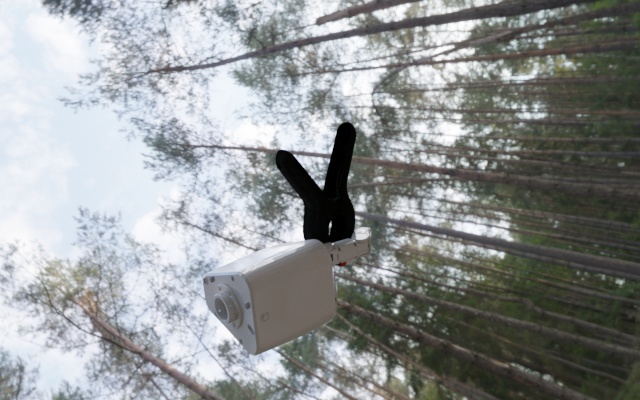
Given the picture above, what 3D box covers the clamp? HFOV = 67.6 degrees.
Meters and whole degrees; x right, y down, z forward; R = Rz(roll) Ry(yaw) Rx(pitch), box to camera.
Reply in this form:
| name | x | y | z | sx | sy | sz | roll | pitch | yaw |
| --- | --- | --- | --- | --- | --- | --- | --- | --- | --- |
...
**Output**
| name | x | y | z | sx | sy | sz | roll | pitch | yaw |
| --- | --- | --- | --- | --- | --- | --- | --- | --- | --- |
| clamp | 0.000 | 0.002 | 0.549 | 0.120 | 0.171 | 0.039 | -16 | 19 | -39 |
